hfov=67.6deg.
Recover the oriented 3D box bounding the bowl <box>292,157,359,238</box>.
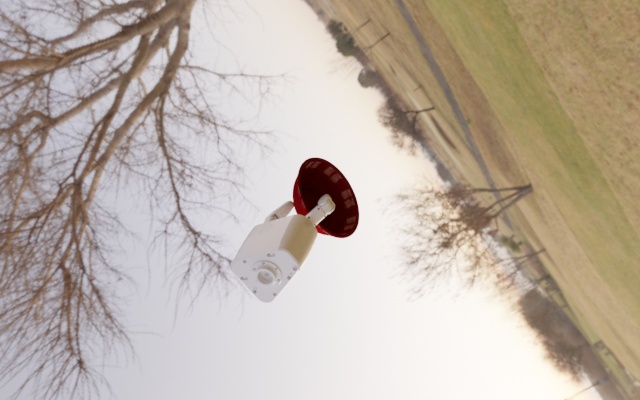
[{"bbox_3d":[0.000,0.003,0.890,0.055,0.162,0.162,-29,-18,37],"label":"bowl"}]
